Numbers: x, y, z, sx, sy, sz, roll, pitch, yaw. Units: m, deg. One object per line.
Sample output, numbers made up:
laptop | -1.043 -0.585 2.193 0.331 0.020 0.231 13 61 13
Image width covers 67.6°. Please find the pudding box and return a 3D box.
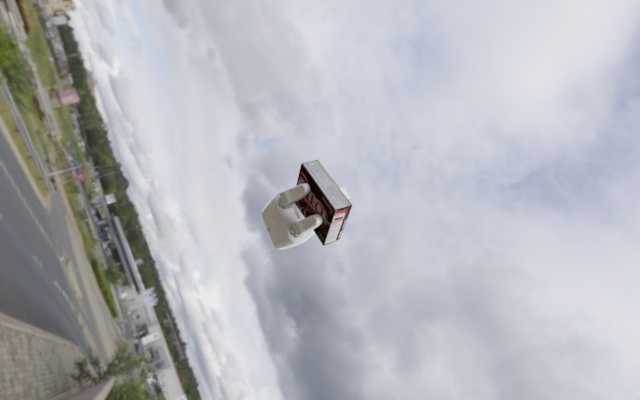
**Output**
pudding box | 0.000 0.003 0.788 0.039 0.113 0.090 -20 -34 -28
